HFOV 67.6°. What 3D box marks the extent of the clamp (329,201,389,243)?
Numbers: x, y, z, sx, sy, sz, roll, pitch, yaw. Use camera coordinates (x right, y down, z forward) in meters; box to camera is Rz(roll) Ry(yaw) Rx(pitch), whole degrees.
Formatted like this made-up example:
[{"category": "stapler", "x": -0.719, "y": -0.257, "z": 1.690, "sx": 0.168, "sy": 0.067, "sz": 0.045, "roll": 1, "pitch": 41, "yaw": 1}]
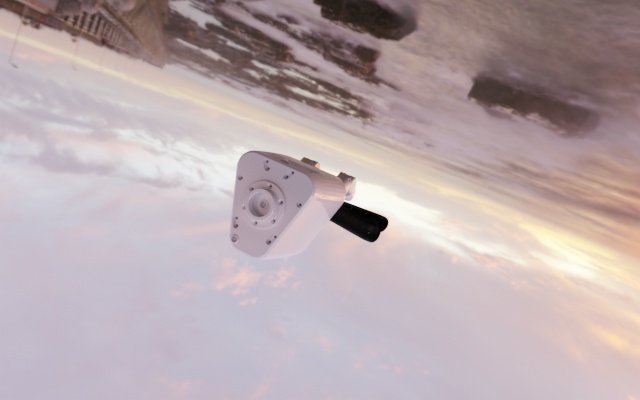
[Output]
[{"category": "clamp", "x": -0.001, "y": 0.003, "z": 0.659, "sx": 0.210, "sy": 0.036, "sz": 0.164, "roll": 24, "pitch": 5, "yaw": 17}]
